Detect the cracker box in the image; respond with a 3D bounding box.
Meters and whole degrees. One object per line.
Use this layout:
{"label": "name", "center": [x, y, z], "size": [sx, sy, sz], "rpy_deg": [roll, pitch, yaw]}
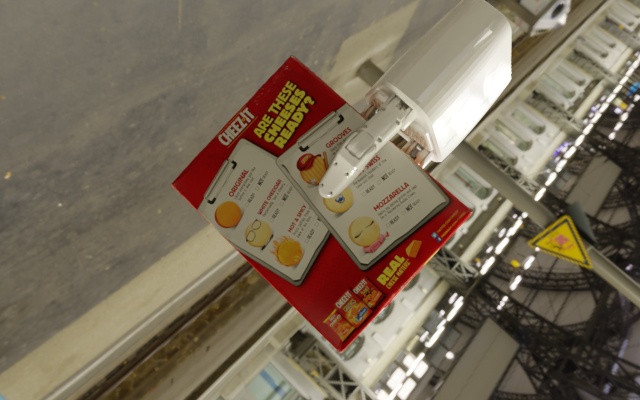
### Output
{"label": "cracker box", "center": [0.000, 0.002, 0.442], "size": [0.213, 0.164, 0.072], "rpy_deg": [43, -1, 11]}
